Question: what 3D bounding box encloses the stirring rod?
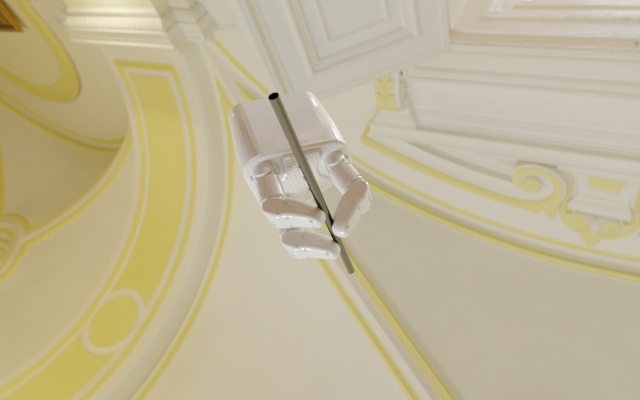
[{"bbox_3d":[0.000,0.001,0.420,0.011,0.011,0.240,0,-38,20],"label":"stirring rod"}]
